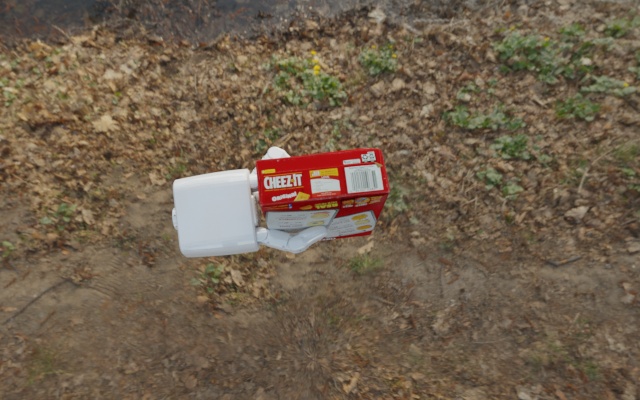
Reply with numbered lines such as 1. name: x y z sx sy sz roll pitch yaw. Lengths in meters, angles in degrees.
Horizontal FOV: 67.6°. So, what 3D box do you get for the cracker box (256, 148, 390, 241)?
1. cracker box: 0.000 0.002 0.691 0.164 0.072 0.214 -7 -18 -3
